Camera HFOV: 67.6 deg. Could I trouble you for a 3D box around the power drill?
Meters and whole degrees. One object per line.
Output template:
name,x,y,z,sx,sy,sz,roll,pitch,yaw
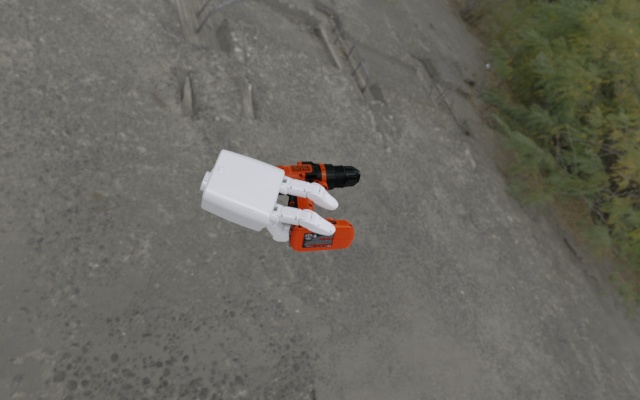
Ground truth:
power drill,0.000,0.003,0.838,0.184,0.057,0.187,-4,41,-13
